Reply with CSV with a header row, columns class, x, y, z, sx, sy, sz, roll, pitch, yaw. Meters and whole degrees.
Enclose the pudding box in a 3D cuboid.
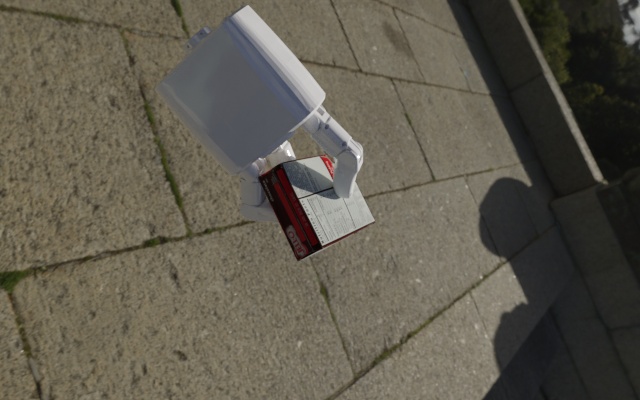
class,x,y,z,sx,sy,sz,roll,pitch,yaw
pudding box,0.000,0.001,0.483,0.039,0.090,0.113,-29,-6,36
